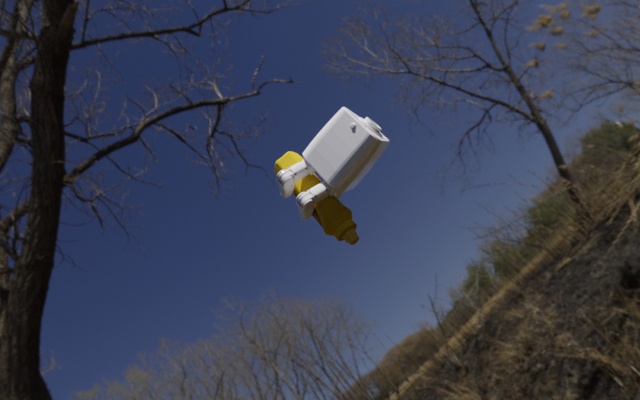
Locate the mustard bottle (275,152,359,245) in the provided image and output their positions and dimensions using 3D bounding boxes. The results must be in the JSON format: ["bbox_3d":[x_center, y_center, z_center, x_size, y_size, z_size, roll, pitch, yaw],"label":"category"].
[{"bbox_3d":[0.000,0.003,0.824,0.058,0.191,0.096,-39,-25,-6],"label":"mustard bottle"}]
